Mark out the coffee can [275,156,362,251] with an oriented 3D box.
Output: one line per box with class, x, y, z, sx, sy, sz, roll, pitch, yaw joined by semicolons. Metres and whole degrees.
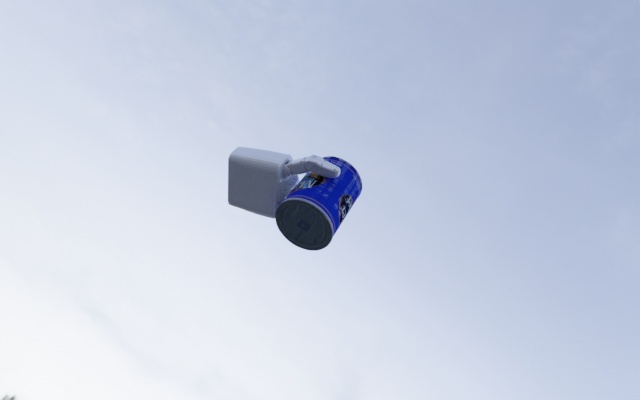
coffee can;0.000;0.003;0.818;0.103;0.103;0.140;0;34;29
